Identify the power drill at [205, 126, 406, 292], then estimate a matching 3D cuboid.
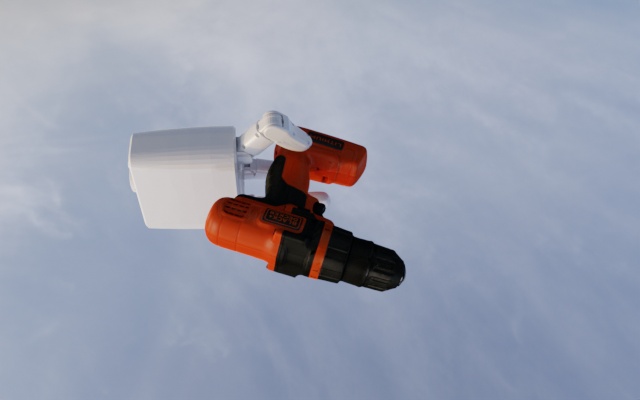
[{"bbox_3d":[0.000,0.001,0.483,0.184,0.057,0.187,18,36,0],"label":"power drill"}]
